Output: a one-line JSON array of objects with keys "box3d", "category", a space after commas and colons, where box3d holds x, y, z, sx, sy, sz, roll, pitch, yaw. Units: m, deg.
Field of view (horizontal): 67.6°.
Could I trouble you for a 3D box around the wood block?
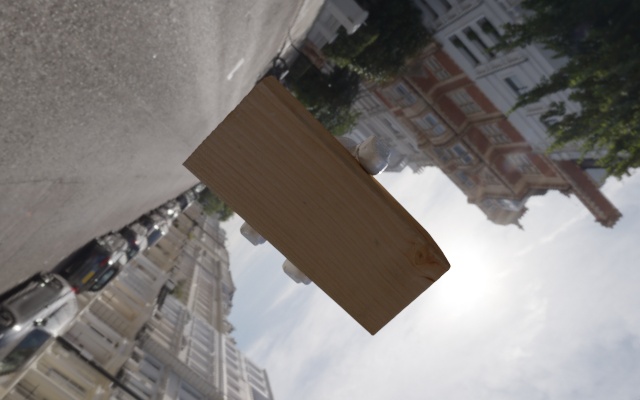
[{"box3d": [0.000, 0.001, 0.406, 0.206, 0.091, 0.090, 43, 11, -12], "category": "wood block"}]
